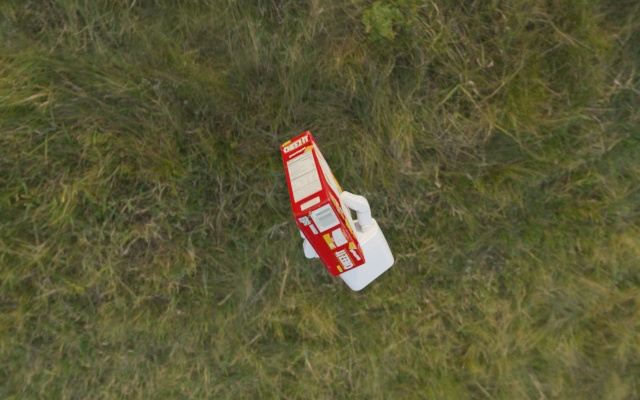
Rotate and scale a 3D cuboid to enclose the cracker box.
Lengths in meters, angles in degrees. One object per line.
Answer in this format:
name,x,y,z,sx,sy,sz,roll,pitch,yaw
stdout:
cracker box,0.000,0.003,0.851,0.072,0.164,0.213,-25,38,8
